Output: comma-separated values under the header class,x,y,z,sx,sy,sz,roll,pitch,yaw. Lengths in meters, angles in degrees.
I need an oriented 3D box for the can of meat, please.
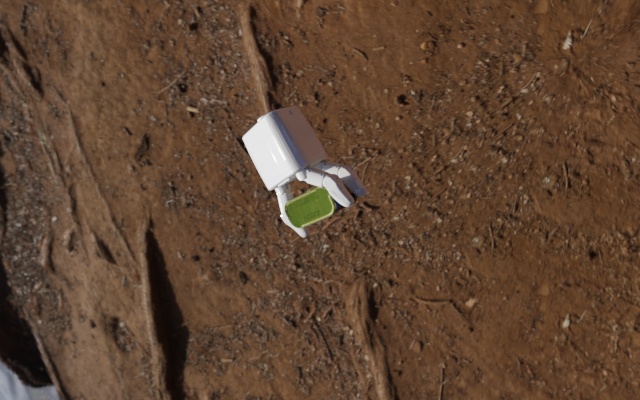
class,x,y,z,sx,sy,sz,roll,pitch,yaw
can of meat,0.000,0.003,0.813,0.102,0.057,0.084,-25,2,32
